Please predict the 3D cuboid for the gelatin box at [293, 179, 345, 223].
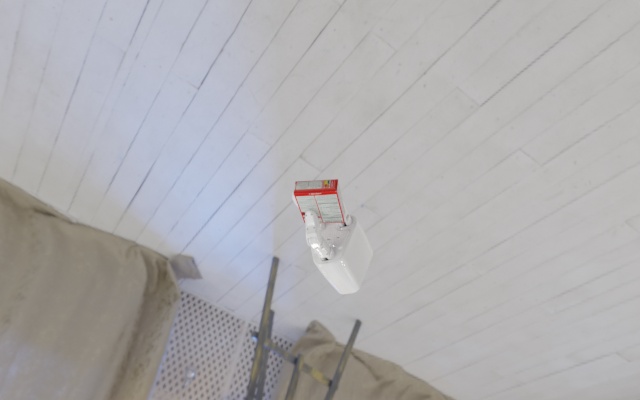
[{"bbox_3d":[0.000,0.003,0.812,0.073,0.030,0.089,-2,-38,12],"label":"gelatin box"}]
